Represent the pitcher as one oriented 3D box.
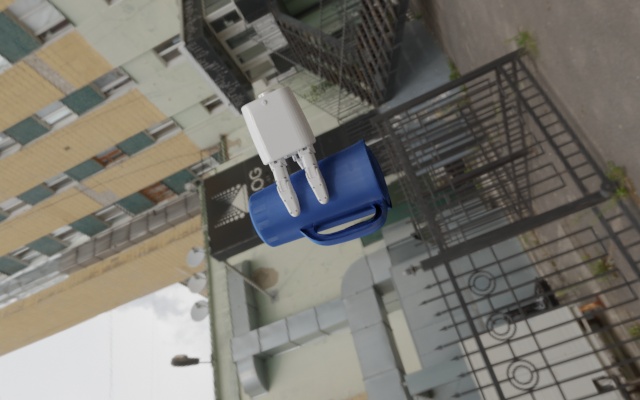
[{"bbox_3d":[0.000,0.003,0.857,0.243,0.145,0.149,-23,8,12],"label":"pitcher"}]
